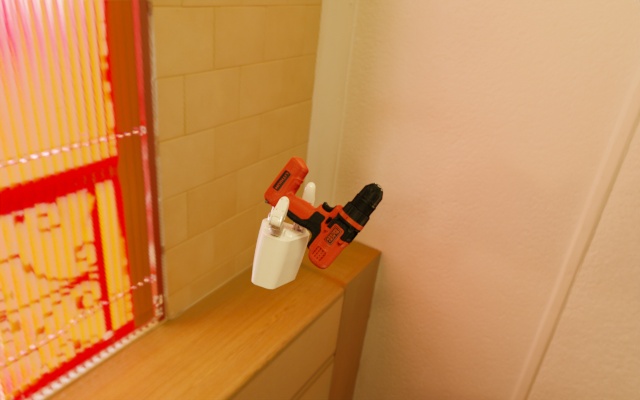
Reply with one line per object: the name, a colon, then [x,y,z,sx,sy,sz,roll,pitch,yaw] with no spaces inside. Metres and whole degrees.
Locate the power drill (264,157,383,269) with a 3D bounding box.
power drill: [0.000,0.003,0.877,0.187,0.184,0.057,42,7,24]
